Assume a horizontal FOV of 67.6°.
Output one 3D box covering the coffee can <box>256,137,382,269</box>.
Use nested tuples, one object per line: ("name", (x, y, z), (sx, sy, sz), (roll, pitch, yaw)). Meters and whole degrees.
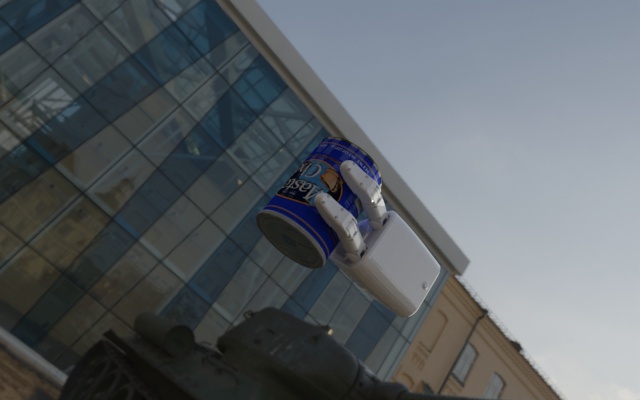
("coffee can", (0.000, 0.002, 0.614), (0.103, 0.140, 0.103), (30, -27, 17))
